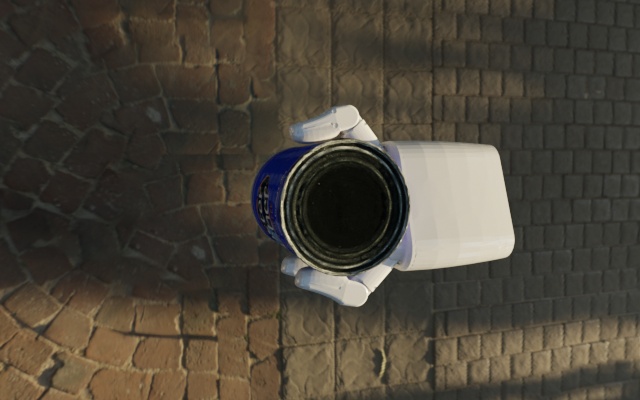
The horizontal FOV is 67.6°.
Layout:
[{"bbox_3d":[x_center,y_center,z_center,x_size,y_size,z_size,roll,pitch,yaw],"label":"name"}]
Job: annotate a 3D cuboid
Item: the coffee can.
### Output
[{"bbox_3d":[0.000,0.001,0.416,0.103,0.103,0.140,0,4,-17],"label":"coffee can"}]
